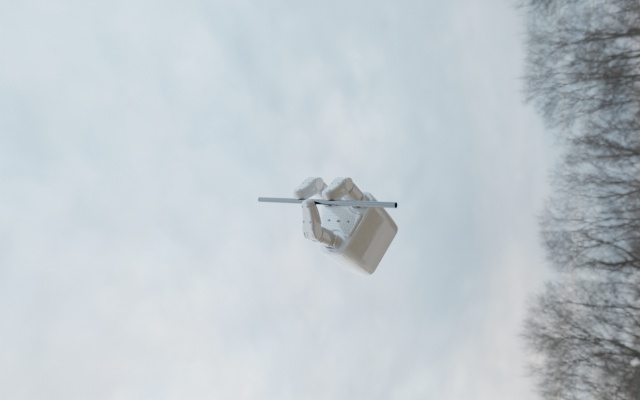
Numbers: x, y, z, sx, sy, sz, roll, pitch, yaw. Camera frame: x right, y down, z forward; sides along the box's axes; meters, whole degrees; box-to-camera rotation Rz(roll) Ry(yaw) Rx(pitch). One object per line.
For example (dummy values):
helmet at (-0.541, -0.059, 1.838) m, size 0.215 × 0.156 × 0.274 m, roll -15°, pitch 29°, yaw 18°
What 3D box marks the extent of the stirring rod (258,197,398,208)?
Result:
stirring rod at (0.000, 0.002, 0.680) m, size 0.239 × 0.011 × 0.011 m, roll 2°, pitch 1°, yaw 37°
